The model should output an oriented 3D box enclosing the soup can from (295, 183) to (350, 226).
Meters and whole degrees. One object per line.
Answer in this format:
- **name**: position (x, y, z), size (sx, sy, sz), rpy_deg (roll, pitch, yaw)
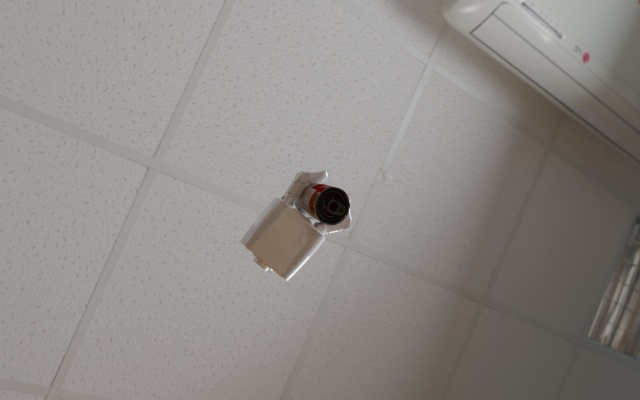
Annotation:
- **soup can**: position (0.000, 0.002, 0.869), size (0.068, 0.068, 0.102), rpy_deg (0, 9, -25)
